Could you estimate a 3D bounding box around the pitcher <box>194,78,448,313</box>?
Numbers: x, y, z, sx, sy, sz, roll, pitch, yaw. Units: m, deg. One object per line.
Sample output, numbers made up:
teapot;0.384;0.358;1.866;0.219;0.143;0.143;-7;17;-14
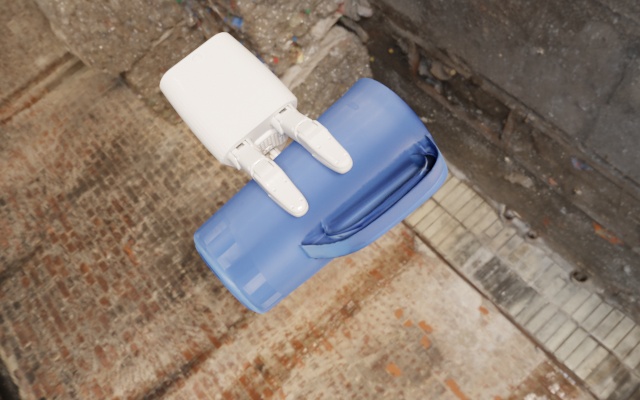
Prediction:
pitcher;0.000;0.001;0.483;0.243;0.145;0.149;-41;-11;-8
